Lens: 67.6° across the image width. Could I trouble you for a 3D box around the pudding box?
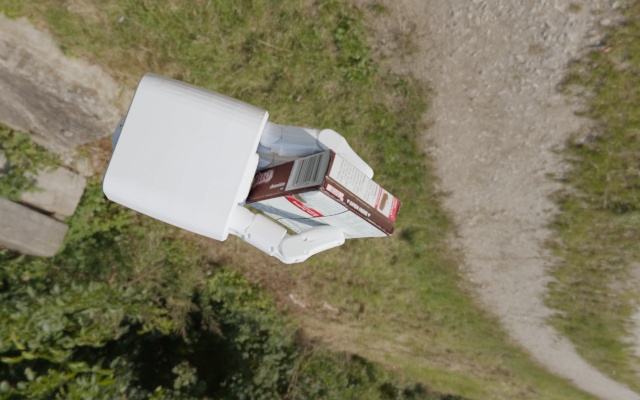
[{"bbox_3d":[0.000,0.002,0.428,0.090,0.039,0.113,32,-24,-32],"label":"pudding box"}]
